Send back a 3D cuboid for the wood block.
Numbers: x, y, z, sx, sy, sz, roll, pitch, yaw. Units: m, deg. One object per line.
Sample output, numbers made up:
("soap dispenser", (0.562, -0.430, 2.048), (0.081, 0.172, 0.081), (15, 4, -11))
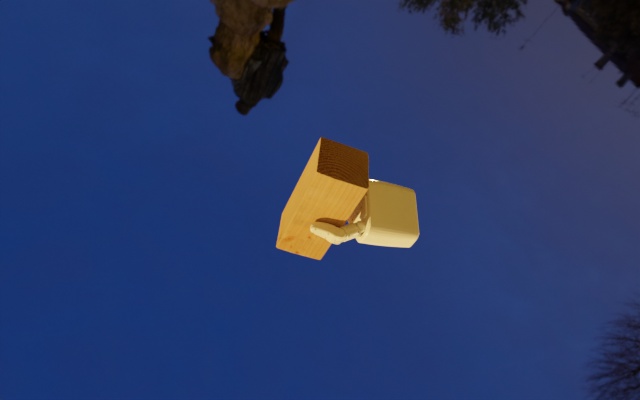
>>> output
("wood block", (0.000, 0.003, 0.836), (0.090, 0.090, 0.206), (18, -46, -13))
